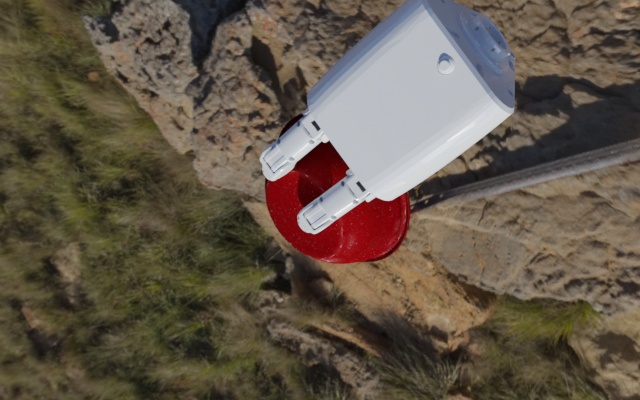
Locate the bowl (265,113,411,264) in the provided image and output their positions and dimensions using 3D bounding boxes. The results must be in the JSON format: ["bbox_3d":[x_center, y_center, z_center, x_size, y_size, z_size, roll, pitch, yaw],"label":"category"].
[{"bbox_3d":[-0.001,0.002,0.446,0.162,0.162,0.055,0,27,44],"label":"bowl"}]
